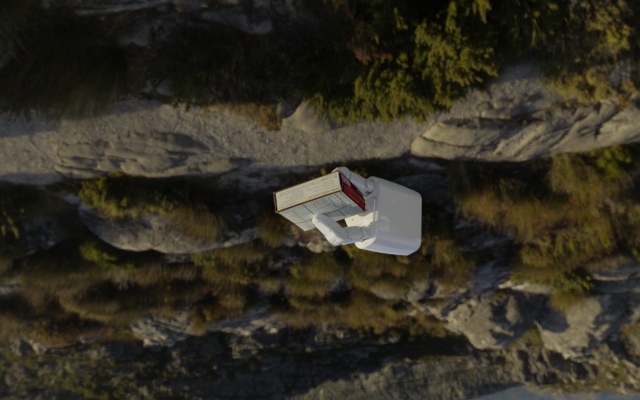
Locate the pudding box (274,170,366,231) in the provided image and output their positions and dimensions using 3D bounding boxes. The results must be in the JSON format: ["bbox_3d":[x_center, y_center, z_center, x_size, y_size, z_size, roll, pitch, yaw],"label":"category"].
[{"bbox_3d":[0.000,0.003,0.722,0.113,0.039,0.090,-20,-31,20],"label":"pudding box"}]
